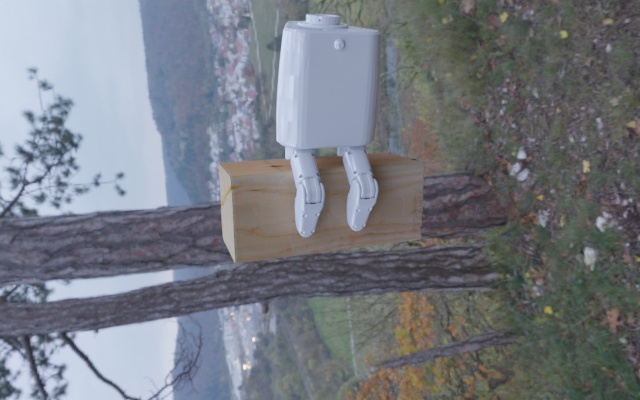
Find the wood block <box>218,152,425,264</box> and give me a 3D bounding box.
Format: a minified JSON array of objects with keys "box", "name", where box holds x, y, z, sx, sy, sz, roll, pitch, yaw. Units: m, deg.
[{"box":[0.000,0.001,0.525,0.206,0.090,0.091,-5,14,-18],"name":"wood block"}]
